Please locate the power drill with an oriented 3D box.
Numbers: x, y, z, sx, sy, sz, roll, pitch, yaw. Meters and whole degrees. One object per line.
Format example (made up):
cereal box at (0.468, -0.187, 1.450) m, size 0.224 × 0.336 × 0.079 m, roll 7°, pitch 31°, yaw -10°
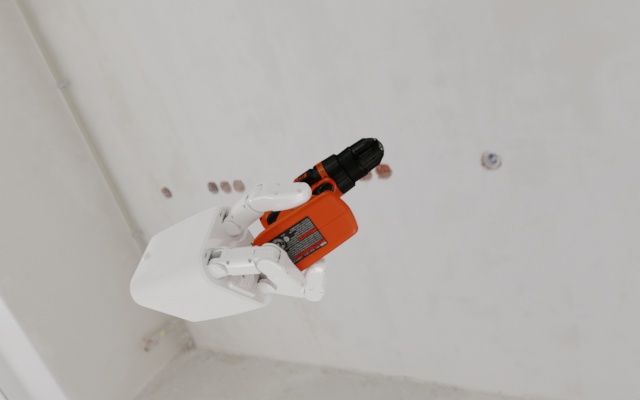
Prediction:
power drill at (0.000, 0.002, 0.544) m, size 0.184 × 0.057 × 0.187 m, roll -36°, pitch 11°, yaw 12°
